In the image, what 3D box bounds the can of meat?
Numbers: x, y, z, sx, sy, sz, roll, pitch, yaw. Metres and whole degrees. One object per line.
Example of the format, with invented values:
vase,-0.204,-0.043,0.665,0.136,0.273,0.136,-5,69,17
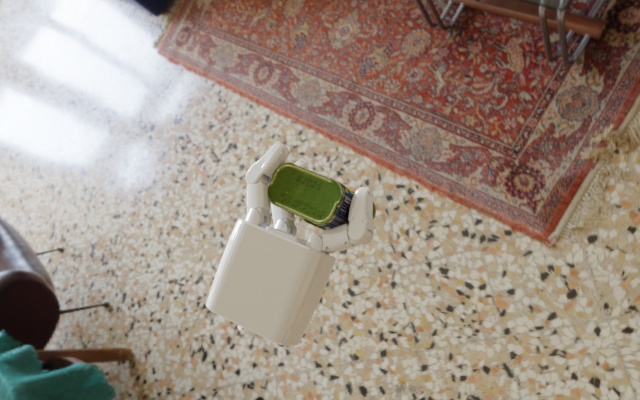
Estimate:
can of meat,0.000,0.002,0.548,0.102,0.057,0.084,22,-3,33
